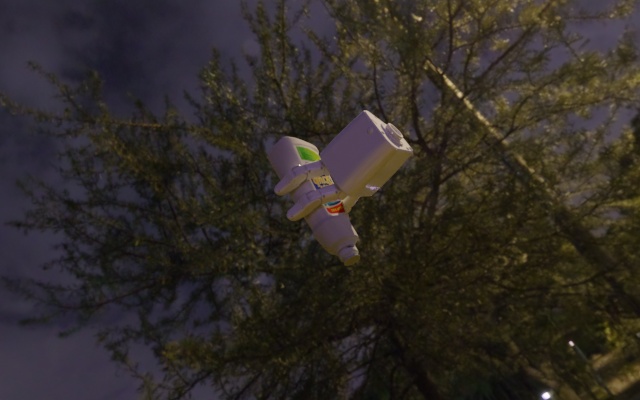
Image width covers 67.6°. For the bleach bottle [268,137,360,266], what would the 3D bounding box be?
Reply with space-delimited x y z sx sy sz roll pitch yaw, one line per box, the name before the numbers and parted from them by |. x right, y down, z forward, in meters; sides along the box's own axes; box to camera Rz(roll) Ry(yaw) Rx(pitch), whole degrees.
bleach bottle | 0.000 0.003 0.806 0.068 0.250 0.102 -45 -35 22
